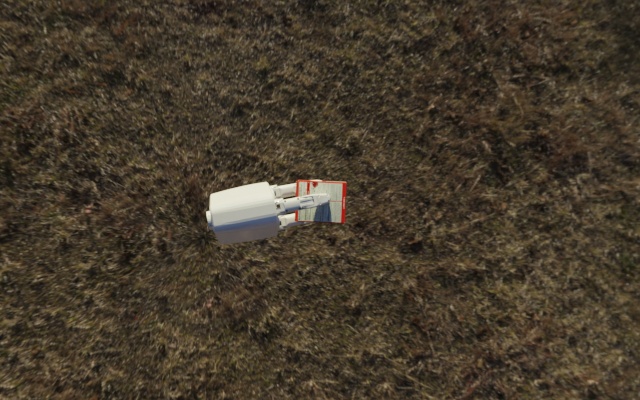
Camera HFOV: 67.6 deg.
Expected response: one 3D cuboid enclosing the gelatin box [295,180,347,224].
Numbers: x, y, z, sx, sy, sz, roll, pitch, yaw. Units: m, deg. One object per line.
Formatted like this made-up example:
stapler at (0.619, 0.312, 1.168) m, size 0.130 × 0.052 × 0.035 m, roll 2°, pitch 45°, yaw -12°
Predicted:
gelatin box at (0.001, 0.003, 0.841) m, size 0.089 × 0.073 × 0.030 m, roll 2°, pitch -2°, yaw -4°
